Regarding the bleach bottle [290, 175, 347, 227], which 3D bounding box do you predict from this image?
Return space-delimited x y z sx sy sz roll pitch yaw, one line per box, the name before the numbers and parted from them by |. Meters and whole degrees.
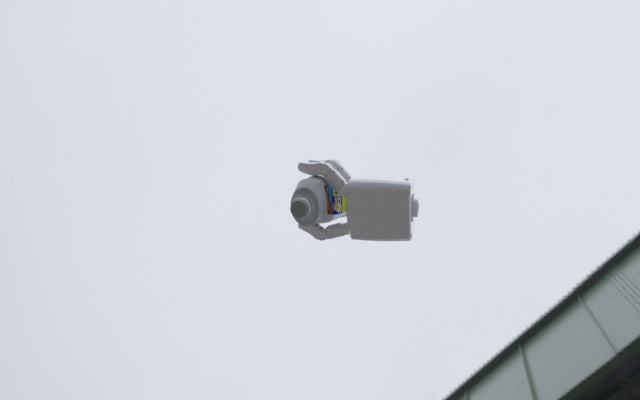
bleach bottle | 0.000 0.003 0.856 0.068 0.102 0.251 2 10 16
